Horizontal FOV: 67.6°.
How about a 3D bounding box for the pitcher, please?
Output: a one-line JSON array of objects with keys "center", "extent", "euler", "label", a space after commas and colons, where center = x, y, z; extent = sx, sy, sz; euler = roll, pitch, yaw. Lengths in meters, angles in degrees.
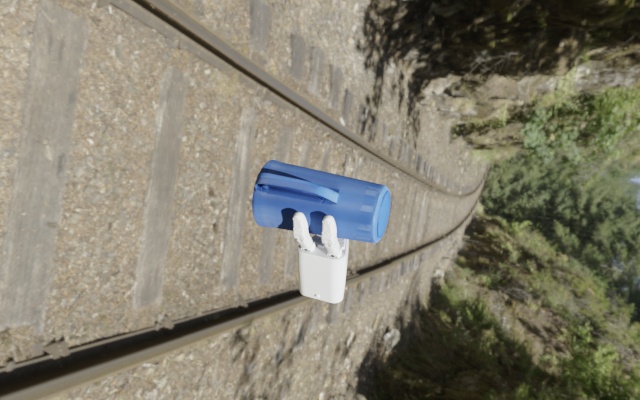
[{"center": [0.000, 0.003, 0.894], "extent": [0.243, 0.145, 0.149], "euler": [10, 29, 18], "label": "pitcher"}]
